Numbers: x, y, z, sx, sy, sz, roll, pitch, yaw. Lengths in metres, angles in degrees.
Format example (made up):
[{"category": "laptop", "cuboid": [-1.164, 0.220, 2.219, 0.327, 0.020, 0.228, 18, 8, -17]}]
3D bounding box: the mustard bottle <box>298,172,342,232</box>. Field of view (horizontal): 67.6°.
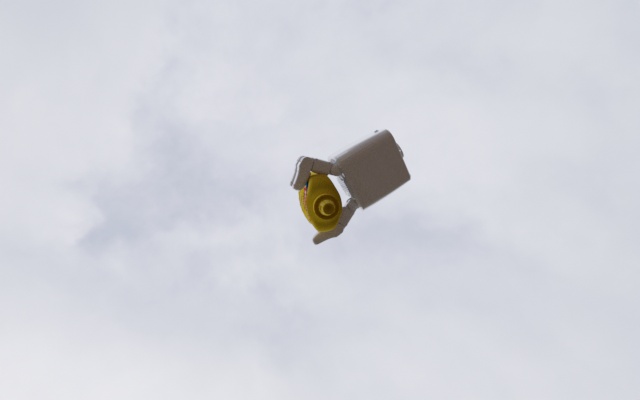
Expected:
[{"category": "mustard bottle", "cuboid": [0.000, 0.003, 0.809, 0.058, 0.096, 0.191, -6, 7, -8]}]
